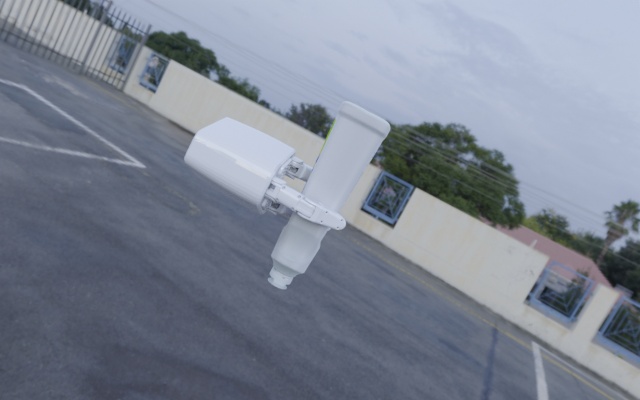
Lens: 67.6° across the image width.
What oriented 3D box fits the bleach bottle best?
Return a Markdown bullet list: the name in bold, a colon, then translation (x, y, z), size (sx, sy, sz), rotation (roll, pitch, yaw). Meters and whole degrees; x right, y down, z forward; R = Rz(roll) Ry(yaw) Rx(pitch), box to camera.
- **bleach bottle**: translation (0.000, 0.002, 0.614), size (0.068, 0.251, 0.102), rotation (28, 6, 1)
